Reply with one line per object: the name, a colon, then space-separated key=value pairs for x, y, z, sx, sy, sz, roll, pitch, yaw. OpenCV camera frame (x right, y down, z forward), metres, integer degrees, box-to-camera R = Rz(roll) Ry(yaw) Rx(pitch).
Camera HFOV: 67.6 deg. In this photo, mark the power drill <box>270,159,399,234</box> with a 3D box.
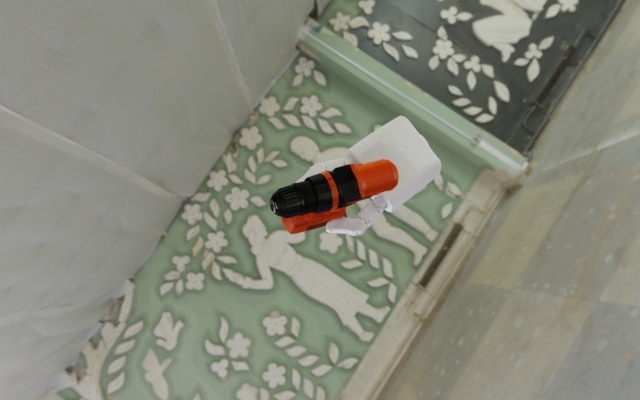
power drill: x=0.000 y=0.002 z=0.694 sx=0.184 sy=0.057 sz=0.188 roll=-14 pitch=-8 yaw=-21
